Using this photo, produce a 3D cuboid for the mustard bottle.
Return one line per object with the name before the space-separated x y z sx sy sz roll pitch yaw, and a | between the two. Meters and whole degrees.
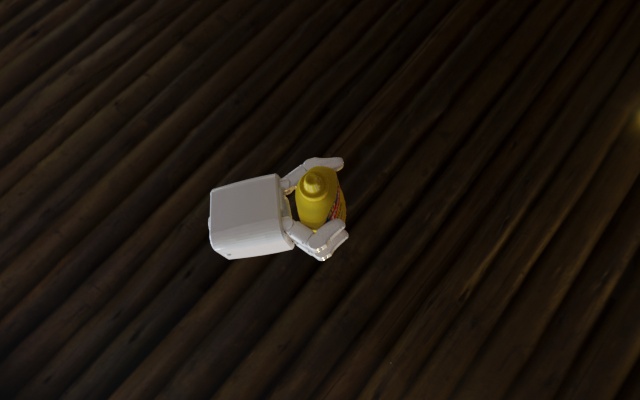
mustard bottle | 0.000 0.002 0.709 0.058 0.096 0.192 12 -16 12
